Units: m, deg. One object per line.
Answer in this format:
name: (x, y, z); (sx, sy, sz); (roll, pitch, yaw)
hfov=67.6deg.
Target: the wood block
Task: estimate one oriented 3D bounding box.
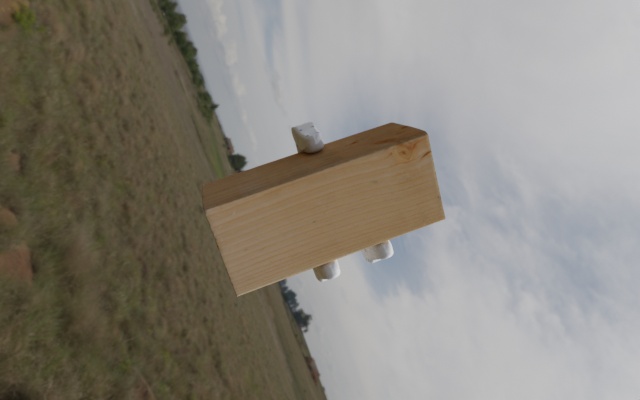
wood block: (0.000, 0.001, 0.462); (0.206, 0.091, 0.090); (-20, 19, -8)
